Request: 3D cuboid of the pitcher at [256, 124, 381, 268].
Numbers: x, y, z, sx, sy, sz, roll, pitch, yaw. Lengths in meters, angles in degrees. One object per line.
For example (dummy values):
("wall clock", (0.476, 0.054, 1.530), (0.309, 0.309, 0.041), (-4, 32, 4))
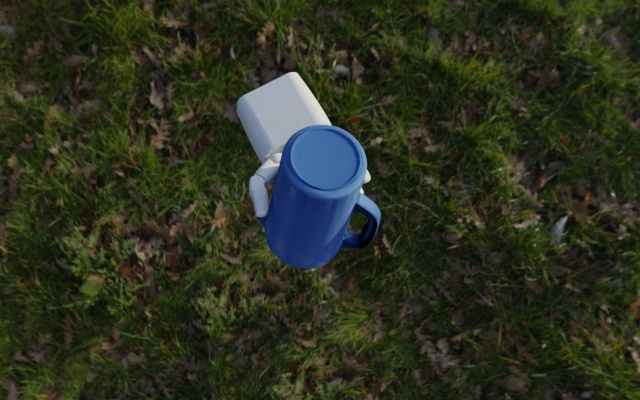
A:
("pitcher", (0.000, 0.002, 0.690), (0.149, 0.145, 0.243), (-24, -19, -19))
